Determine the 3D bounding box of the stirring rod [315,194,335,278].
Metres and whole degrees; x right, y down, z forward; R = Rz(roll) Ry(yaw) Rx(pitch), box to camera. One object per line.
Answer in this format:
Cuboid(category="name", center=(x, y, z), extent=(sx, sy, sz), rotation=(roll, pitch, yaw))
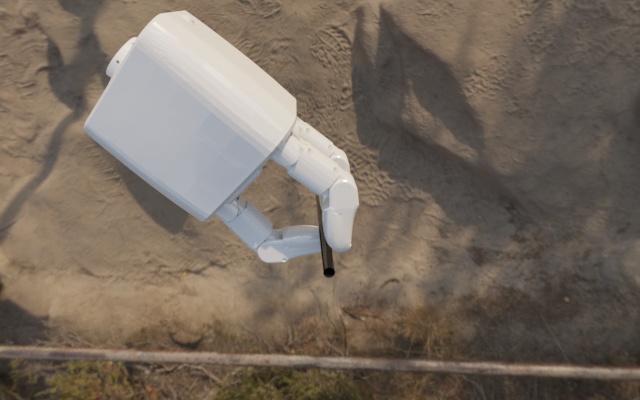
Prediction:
Cuboid(category="stirring rod", center=(0.000, 0.001, 0.430), extent=(0.011, 0.011, 0.239), rotation=(0, 23, -3))
